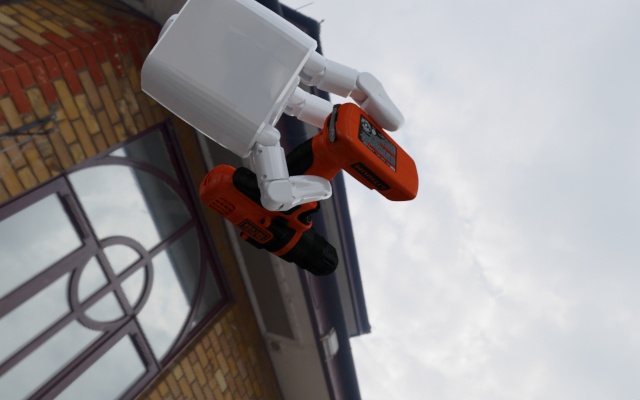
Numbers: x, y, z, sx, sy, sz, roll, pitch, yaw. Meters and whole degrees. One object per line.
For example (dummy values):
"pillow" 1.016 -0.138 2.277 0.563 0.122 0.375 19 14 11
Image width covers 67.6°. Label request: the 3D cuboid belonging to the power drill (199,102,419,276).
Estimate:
"power drill" 0.000 0.001 0.474 0.188 0.057 0.184 -30 -53 33
